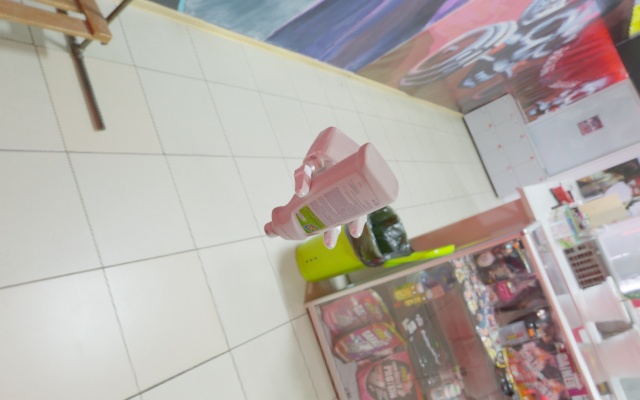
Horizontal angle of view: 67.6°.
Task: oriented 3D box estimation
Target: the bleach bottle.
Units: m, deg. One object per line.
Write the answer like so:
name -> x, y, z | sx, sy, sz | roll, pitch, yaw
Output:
bleach bottle -> 0.000, 0.003, 0.796 | 0.251, 0.102, 0.068 | -25, 26, 30
